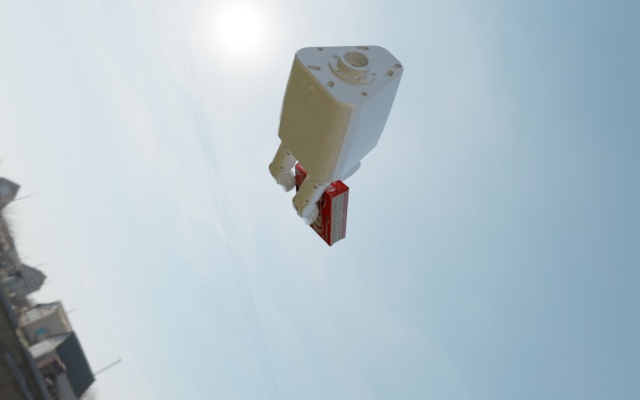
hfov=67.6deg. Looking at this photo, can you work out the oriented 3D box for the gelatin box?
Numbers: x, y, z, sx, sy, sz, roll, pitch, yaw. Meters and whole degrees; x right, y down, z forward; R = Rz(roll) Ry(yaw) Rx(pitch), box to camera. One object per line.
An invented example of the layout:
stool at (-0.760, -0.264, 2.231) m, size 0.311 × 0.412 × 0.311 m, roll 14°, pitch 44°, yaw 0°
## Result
gelatin box at (0.000, 0.002, 0.594) m, size 0.030 × 0.089 × 0.073 m, roll -28°, pitch 50°, yaw -26°
